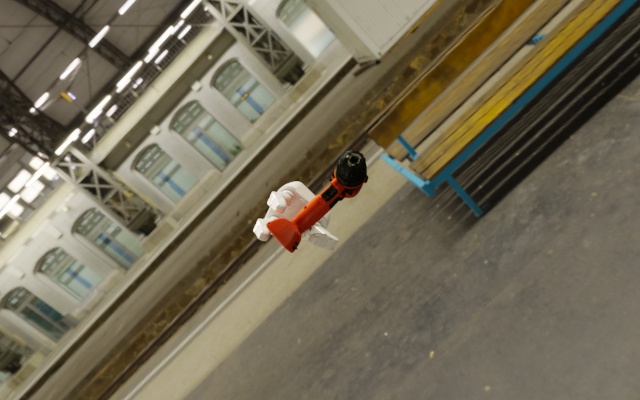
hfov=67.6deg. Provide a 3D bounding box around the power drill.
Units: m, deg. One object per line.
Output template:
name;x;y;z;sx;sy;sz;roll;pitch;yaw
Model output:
power drill;0.000;0.003;0.782;0.187;0.057;0.184;-40;-11;-7
